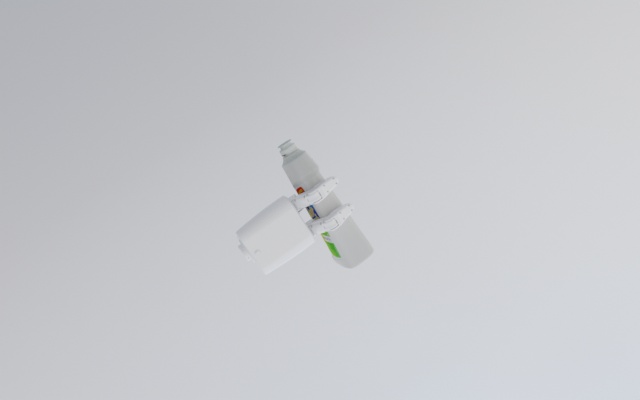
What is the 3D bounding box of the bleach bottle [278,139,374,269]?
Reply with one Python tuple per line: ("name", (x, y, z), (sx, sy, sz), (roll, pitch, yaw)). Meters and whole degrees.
("bleach bottle", (0.000, 0.003, 0.862), (0.068, 0.251, 0.102), (-36, 16, -12))
